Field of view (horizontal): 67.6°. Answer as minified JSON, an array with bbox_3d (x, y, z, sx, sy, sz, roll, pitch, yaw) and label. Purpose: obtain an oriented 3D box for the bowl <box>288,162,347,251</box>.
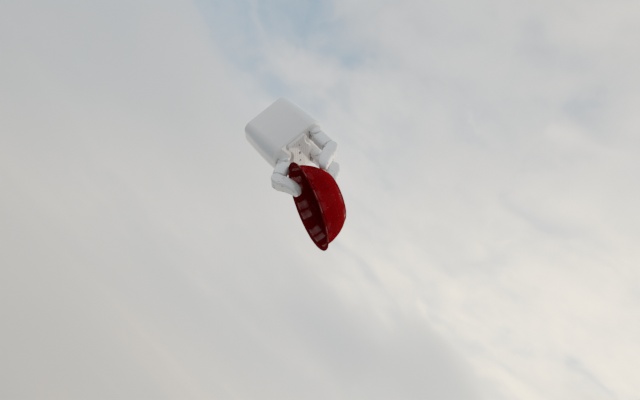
[{"bbox_3d":[0.001,0.004,0.822,0.055,0.162,0.162,-20,5,-15],"label":"bowl"}]
